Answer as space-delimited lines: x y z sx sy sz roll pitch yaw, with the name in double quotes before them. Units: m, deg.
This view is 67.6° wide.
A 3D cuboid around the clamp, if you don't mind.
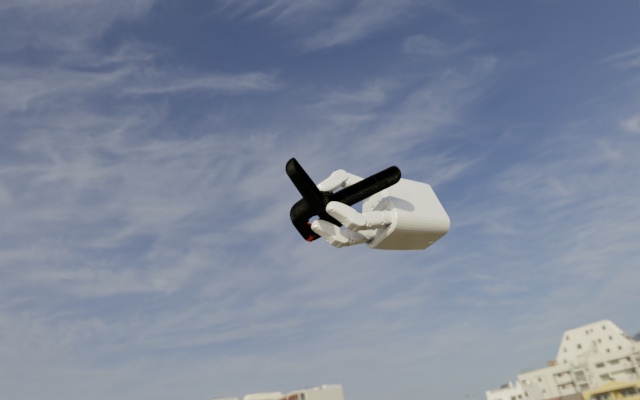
"clamp" 0.000 0.002 0.712 0.164 0.036 0.210 8 -33 -23
